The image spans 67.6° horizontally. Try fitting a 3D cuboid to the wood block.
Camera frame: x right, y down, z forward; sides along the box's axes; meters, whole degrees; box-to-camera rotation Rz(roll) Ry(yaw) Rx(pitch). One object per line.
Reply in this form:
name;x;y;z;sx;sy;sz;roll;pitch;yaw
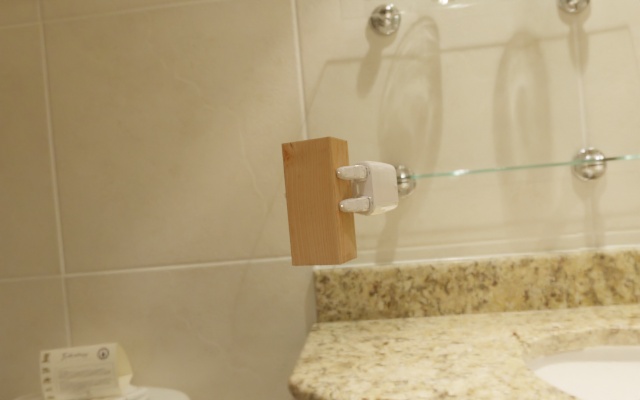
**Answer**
wood block;0.000;0.003;0.818;0.091;0.206;0.090;-5;0;23
